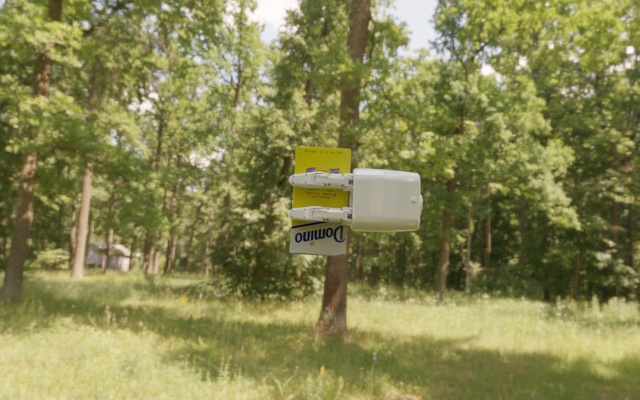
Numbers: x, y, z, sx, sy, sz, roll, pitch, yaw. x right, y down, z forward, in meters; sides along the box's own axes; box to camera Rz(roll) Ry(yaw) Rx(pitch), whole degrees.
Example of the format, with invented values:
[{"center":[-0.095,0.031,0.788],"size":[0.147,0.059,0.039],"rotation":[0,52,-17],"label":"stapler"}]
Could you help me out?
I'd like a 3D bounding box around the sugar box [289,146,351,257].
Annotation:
[{"center":[0.000,0.002,0.787],"size":[0.093,0.176,0.048],"rotation":[2,-8,1],"label":"sugar box"}]
